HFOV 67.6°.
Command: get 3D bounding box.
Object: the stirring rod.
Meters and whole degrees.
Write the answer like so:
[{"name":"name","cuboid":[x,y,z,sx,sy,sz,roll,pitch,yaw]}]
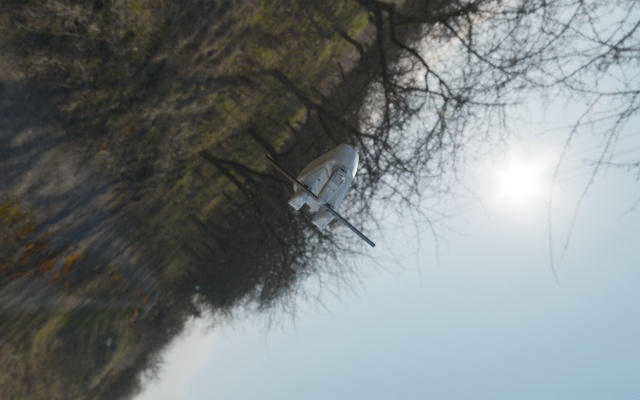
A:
[{"name":"stirring rod","cuboid":[0.000,0.003,0.804,0.239,0.011,0.011,39,-5,-7]}]
